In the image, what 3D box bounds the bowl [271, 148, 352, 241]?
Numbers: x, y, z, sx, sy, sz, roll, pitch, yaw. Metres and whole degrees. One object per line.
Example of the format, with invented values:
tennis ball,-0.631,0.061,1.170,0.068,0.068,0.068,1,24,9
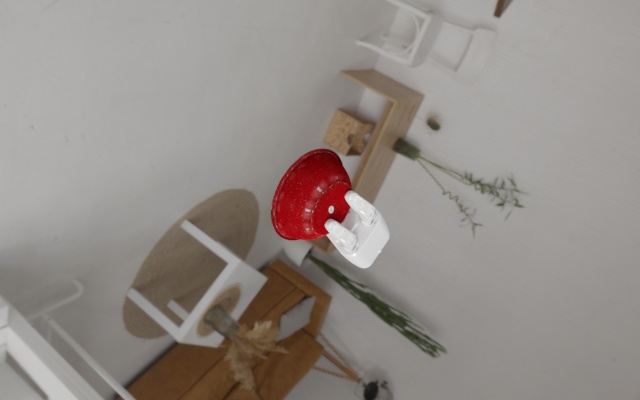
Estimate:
bowl,0.000,0.002,0.751,0.055,0.162,0.162,30,19,36
